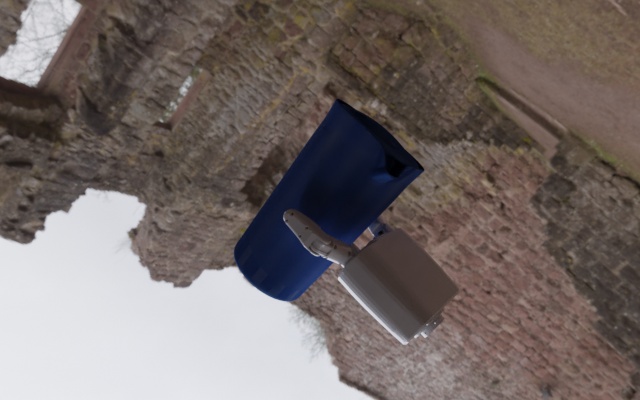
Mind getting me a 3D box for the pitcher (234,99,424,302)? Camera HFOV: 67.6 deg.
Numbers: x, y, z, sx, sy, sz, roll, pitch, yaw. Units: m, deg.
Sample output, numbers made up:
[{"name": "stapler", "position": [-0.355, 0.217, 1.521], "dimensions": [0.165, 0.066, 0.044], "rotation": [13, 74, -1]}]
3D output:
[{"name": "pitcher", "position": [0.000, 0.002, 0.601], "dimensions": [0.145, 0.243, 0.149], "rotation": [45, 16, 18]}]
